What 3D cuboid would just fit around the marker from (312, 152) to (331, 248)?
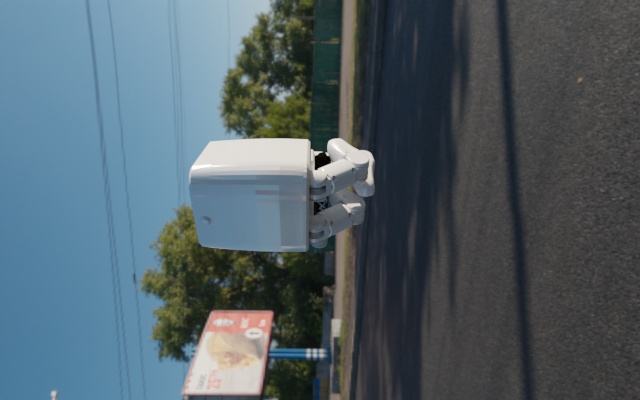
[{"bbox_3d":[0.000,0.002,0.508,0.020,0.121,0.020,1,39,-1],"label":"marker"}]
